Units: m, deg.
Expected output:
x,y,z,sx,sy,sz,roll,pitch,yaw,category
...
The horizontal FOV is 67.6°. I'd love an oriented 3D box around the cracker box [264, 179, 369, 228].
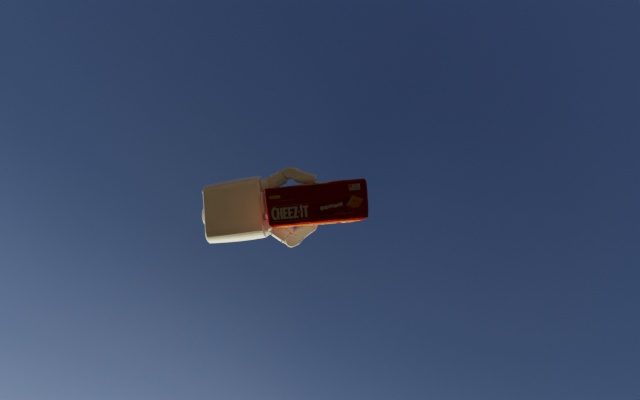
x,y,z,sx,sy,sz,roll,pitch,yaw,category
0.000,0.003,0.858,0.164,0.072,0.213,-6,2,4,cracker box
